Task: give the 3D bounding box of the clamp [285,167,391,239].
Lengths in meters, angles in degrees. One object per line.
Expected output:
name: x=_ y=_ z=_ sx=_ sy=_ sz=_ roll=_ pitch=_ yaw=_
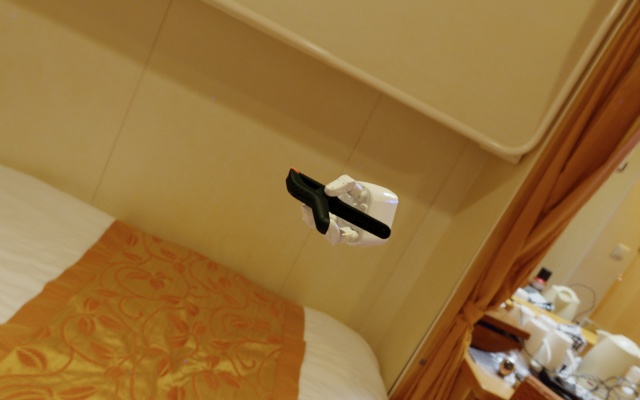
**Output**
clamp: x=0.000 y=0.002 z=0.796 sx=0.210 sy=0.036 sz=0.164 roll=37 pitch=19 yaw=34
